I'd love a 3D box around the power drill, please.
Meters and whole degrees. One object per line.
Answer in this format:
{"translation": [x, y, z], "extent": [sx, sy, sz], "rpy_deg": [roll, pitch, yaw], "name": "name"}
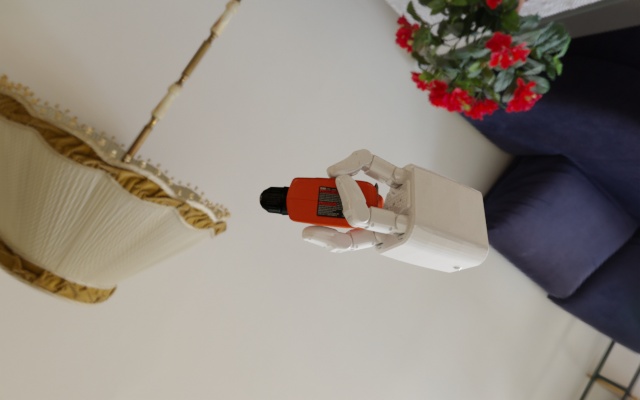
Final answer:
{"translation": [0.000, 0.002, 0.637], "extent": [0.184, 0.057, 0.187], "rpy_deg": [3, 0, 1], "name": "power drill"}
